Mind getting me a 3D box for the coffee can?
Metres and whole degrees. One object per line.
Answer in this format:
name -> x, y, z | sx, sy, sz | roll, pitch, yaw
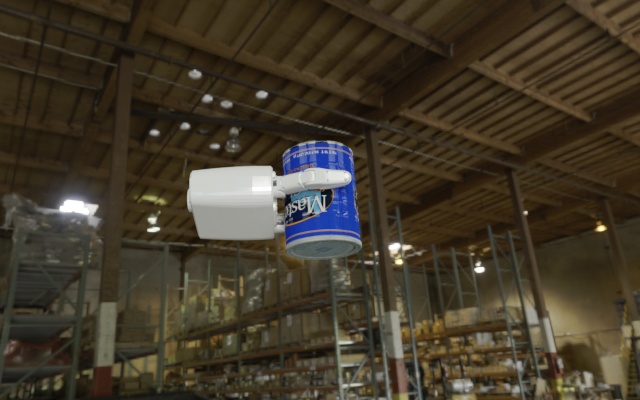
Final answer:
coffee can -> 0.000, 0.002, 0.662 | 0.103, 0.140, 0.103 | -3, -20, -1
